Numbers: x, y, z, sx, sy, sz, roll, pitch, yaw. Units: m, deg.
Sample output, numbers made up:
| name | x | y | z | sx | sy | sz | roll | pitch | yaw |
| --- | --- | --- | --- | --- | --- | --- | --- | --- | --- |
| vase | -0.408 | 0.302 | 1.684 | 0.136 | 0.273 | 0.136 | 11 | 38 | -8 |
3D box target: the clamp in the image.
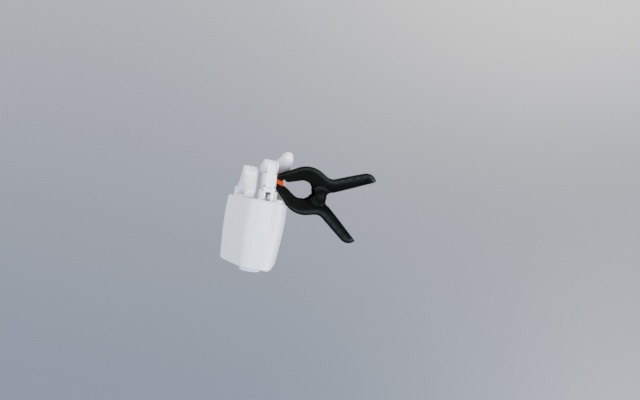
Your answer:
| name | x | y | z | sx | sy | sz | roll | pitch | yaw |
| --- | --- | --- | --- | --- | --- | --- | --- | --- | --- |
| clamp | 0.000 | 0.002 | 0.779 | 0.171 | 0.120 | 0.039 | 10 | -1 | -12 |
